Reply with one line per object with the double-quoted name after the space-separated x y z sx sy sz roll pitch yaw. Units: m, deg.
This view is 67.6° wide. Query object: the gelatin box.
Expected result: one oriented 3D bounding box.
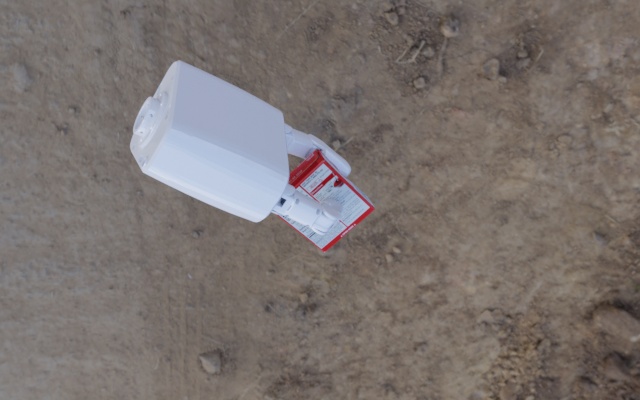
0.000 0.002 0.489 0.089 0.073 0.030 41 13 -32 "gelatin box"
